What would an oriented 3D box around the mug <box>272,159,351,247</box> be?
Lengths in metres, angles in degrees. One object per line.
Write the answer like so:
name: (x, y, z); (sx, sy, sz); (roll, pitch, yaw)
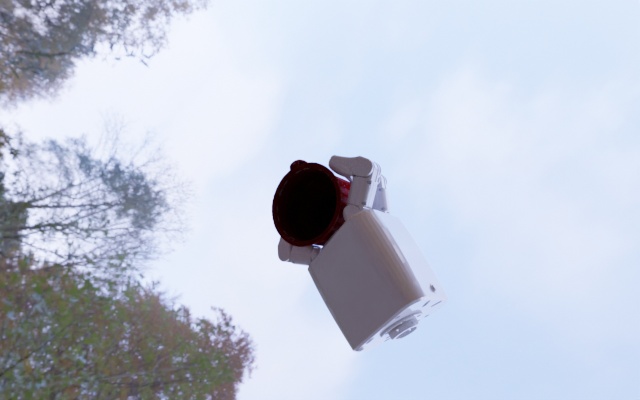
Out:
mug: (0.000, 0.001, 0.553); (0.093, 0.117, 0.081); (-41, -31, 21)
